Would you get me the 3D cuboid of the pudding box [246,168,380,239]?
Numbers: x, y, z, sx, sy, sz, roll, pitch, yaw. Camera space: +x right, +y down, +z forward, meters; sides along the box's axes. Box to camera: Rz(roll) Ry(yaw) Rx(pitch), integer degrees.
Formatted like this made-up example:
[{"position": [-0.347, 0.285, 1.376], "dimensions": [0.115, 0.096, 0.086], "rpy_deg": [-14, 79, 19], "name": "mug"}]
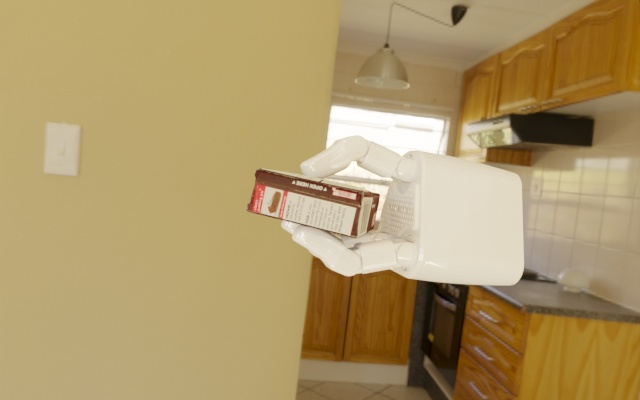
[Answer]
[{"position": [0.000, 0.001, 0.409], "dimensions": [0.090, 0.039, 0.113], "rpy_deg": [12, 1, 12], "name": "pudding box"}]
